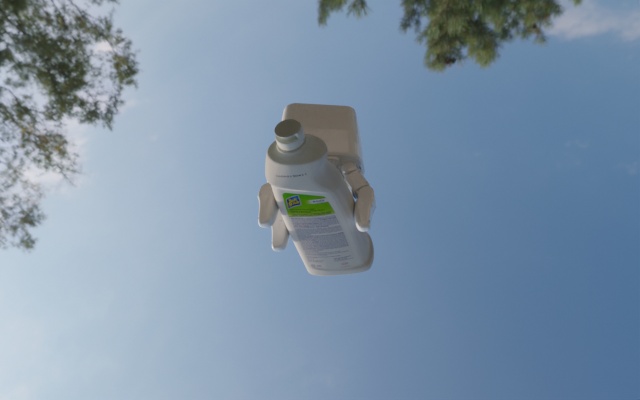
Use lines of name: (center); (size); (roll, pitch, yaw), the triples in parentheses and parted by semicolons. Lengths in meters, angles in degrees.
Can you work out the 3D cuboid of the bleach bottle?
bleach bottle: (0.000, 0.002, 0.589); (0.102, 0.068, 0.251); (-8, -40, 9)
